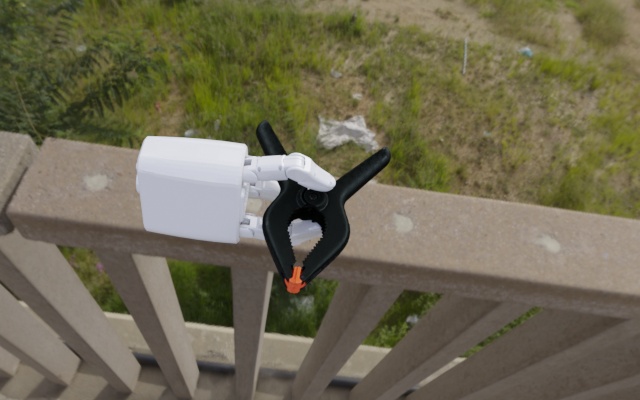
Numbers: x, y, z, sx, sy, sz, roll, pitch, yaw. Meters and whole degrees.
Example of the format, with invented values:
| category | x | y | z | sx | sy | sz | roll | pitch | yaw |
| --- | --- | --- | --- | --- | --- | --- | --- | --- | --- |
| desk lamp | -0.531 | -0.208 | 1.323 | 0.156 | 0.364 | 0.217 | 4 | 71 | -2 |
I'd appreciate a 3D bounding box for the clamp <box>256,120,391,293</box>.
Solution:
| category | x | y | z | sx | sy | sz | roll | pitch | yaw |
| --- | --- | --- | --- | --- | --- | --- | --- | --- | --- |
| clamp | 0.000 | 0.002 | 0.530 | 0.164 | 0.209 | 0.036 | 6 | -33 | -4 |
